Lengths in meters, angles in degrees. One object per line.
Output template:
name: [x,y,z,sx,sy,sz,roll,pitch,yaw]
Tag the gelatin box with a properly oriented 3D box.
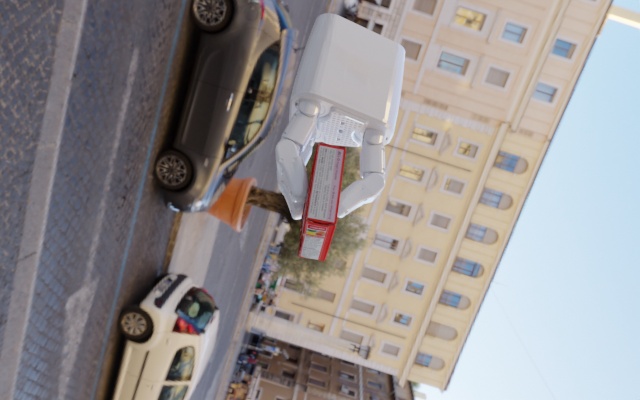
gelatin box: [0.000,0.002,0.453,0.030,0.089,0.073,10,-33,-3]
